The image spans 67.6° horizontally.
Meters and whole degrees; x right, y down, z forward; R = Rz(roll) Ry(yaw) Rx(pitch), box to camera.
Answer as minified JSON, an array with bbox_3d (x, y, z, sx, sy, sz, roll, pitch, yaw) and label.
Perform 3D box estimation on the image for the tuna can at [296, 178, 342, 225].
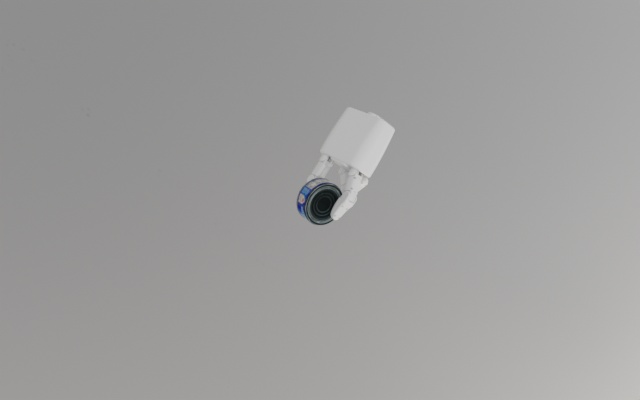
[{"bbox_3d":[0.000,0.003,0.897,0.086,0.086,0.033,0,20,-32],"label":"tuna can"}]
